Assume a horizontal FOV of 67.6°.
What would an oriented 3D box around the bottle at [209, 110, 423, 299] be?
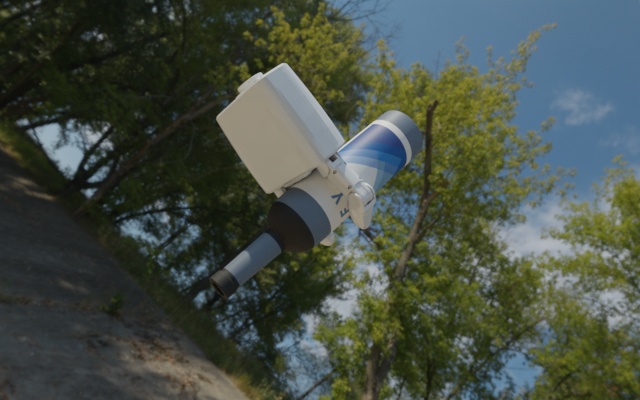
[{"bbox_3d":[0.000,0.002,0.534,0.295,0.069,0.069,-40,20,-26],"label":"bottle"}]
